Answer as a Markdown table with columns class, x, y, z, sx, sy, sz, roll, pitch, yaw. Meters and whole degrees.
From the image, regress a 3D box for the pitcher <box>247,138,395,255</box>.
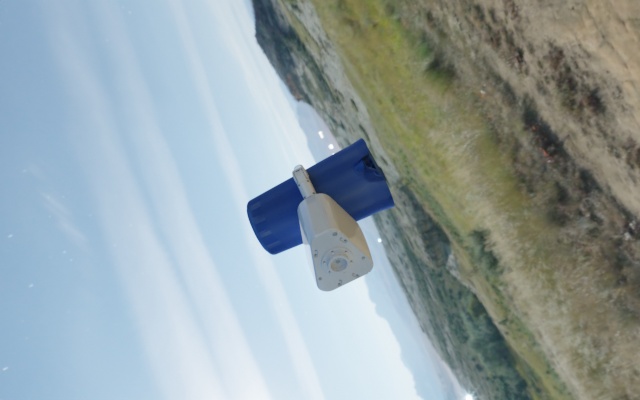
| class | x | y | z | sx | sy | sz | roll | pitch | yaw |
| --- | --- | --- | --- | --- | --- | --- | --- | --- | --- |
| pitcher | 0.000 | 0.003 | 0.854 | 0.243 | 0.149 | 0.145 | -25 | 30 | 3 |
